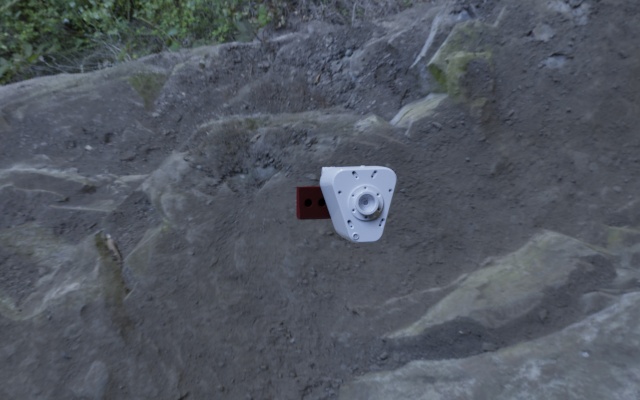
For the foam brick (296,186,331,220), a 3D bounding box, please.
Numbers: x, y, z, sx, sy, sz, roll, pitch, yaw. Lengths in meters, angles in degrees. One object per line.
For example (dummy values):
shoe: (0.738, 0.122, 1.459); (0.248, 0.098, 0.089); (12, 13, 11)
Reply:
foam brick: (0.000, 0.003, 0.782); (0.078, 0.053, 0.051); (-2, 4, -6)
